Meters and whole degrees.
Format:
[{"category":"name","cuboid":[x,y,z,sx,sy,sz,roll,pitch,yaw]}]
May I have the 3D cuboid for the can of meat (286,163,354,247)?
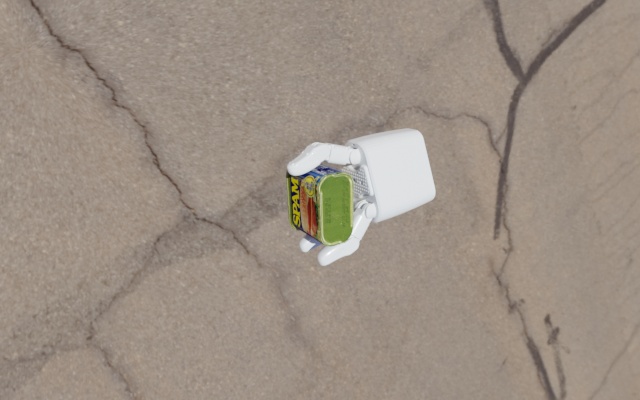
[{"category":"can of meat","cuboid":[0.000,0.002,0.634,0.057,0.102,0.084,-13,21,-29]}]
